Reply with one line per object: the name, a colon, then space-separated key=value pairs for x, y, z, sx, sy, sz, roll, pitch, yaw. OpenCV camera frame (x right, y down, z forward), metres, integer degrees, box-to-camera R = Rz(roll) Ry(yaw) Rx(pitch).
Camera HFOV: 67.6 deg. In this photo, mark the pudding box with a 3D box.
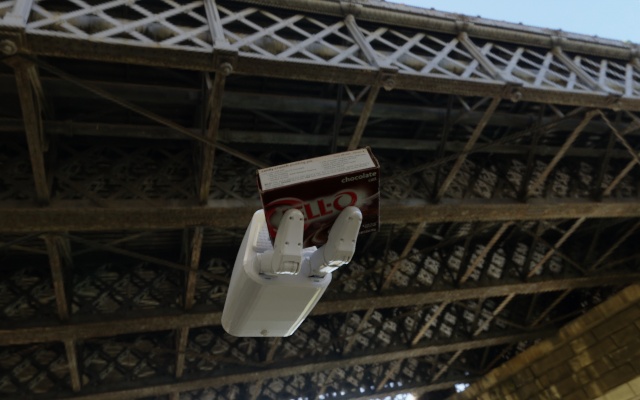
pudding box: x=0.000 y=0.001 z=0.466 sx=0.113 sy=0.039 sz=0.090 roll=-14 pitch=-43 yaw=-7
